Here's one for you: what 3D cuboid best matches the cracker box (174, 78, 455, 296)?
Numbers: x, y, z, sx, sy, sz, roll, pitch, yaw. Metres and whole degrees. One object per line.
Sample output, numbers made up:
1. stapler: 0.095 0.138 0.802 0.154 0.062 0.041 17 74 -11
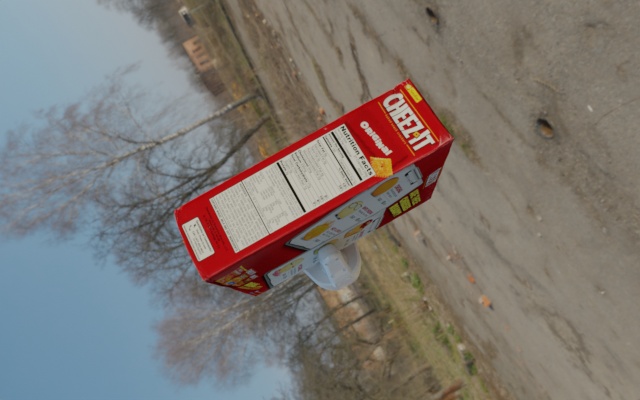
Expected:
1. cracker box: 0.000 0.002 0.431 0.213 0.072 0.164 -30 -16 -2
